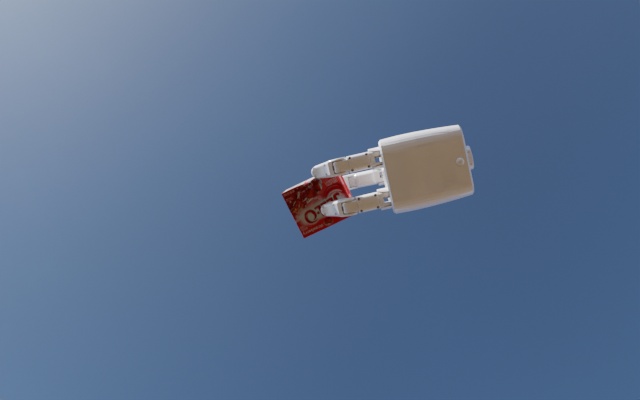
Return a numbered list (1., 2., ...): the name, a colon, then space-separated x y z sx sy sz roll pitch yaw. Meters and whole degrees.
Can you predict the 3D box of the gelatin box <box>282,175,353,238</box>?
1. gelatin box: 0.000 0.002 0.684 0.089 0.073 0.030 -25 6 15
